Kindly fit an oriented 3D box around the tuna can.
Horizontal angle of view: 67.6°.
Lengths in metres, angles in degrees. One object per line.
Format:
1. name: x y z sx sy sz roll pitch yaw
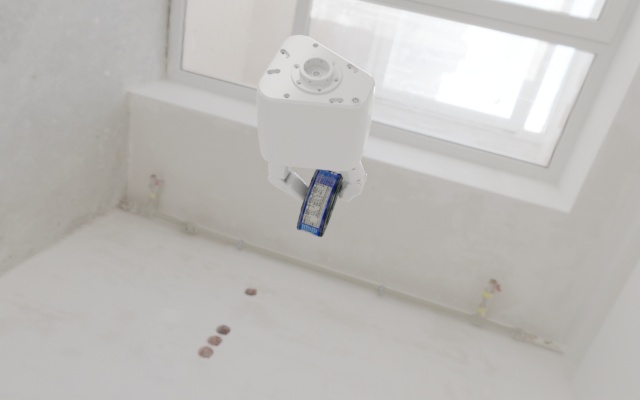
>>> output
1. tuna can: 0.001 0.002 0.601 0.034 0.086 0.086 19 1 4
